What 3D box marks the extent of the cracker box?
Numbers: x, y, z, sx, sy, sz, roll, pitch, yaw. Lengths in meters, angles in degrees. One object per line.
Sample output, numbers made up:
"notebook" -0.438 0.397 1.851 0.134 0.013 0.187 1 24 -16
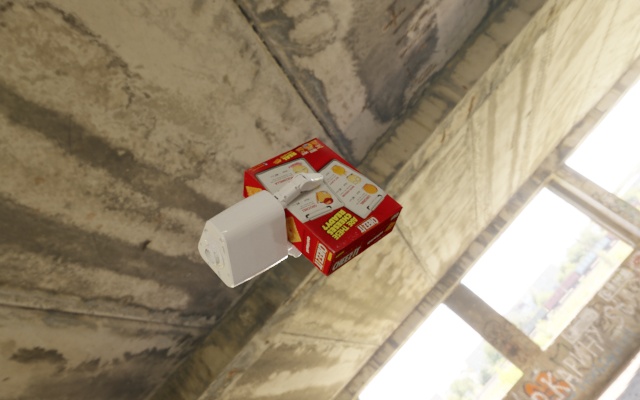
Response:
"cracker box" 0.000 0.002 0.795 0.164 0.072 0.213 -30 59 -34
